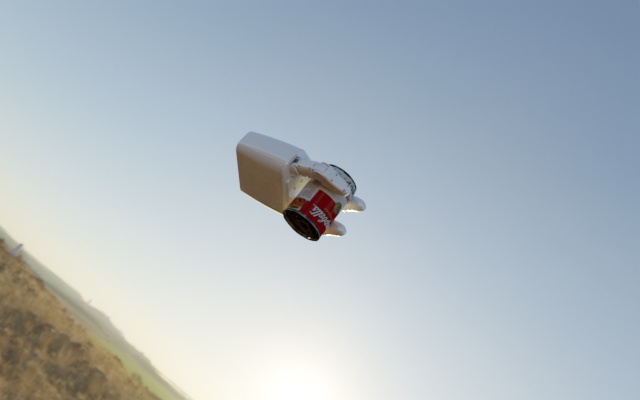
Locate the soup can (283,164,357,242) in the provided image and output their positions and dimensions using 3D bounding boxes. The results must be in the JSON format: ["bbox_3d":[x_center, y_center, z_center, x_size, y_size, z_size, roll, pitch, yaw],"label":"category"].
[{"bbox_3d":[0.001,0.002,0.723,0.068,0.068,0.102,0,44,53],"label":"soup can"}]
